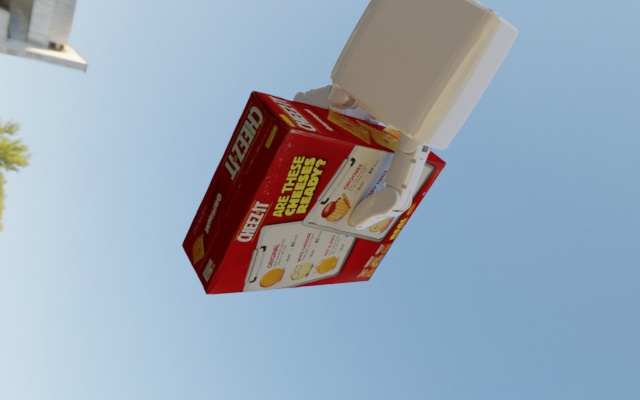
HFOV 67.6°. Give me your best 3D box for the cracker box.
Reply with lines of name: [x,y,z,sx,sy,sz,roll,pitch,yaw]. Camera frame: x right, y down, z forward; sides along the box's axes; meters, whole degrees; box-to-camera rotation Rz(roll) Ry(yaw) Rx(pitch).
cracker box: [0.000,0.002,0.455,0.214,0.164,0.072,5,33,-45]
